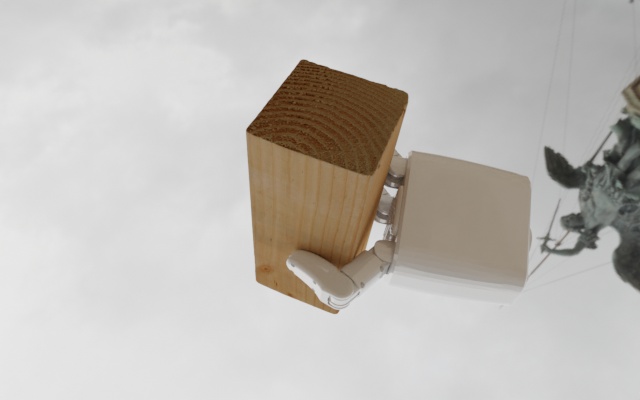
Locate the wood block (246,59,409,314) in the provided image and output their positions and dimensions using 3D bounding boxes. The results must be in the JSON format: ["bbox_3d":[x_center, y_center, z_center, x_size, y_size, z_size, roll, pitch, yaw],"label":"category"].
[{"bbox_3d":[0.000,0.002,0.406,0.090,0.090,0.206,21,-37,11],"label":"wood block"}]
